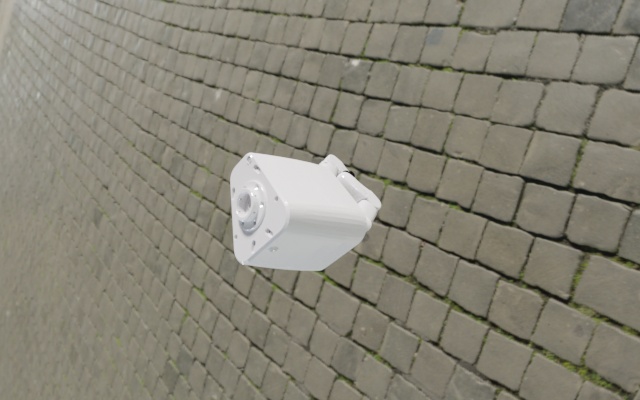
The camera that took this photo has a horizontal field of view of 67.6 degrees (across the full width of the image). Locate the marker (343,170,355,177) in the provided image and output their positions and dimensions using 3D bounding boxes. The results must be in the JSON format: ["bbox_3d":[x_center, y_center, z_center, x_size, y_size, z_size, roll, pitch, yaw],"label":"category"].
[{"bbox_3d":[0.000,0.002,0.598,0.020,0.020,0.121,0,-34,-48],"label":"marker"}]
